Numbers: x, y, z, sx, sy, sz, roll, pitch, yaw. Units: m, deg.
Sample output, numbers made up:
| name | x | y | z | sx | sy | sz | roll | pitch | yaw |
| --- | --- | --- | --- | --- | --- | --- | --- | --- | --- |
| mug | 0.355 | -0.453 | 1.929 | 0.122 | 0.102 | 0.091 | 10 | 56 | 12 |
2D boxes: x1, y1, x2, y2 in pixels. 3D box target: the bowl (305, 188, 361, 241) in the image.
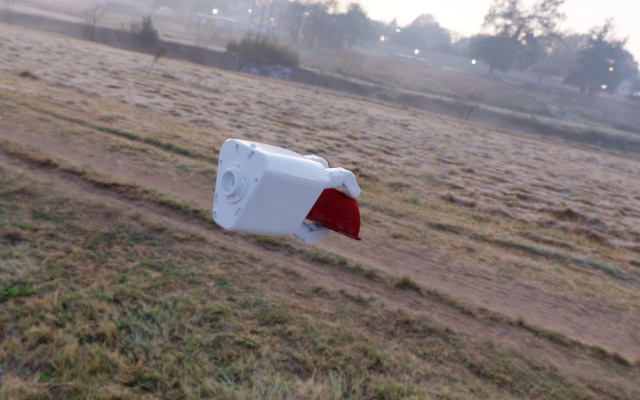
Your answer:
| name | x | y | z | sx | sy | sz | roll | pitch | yaw |
| --- | --- | --- | --- | --- | --- | --- | --- | --- | --- |
| bowl | 0.001 | 0.002 | 0.726 | 0.162 | 0.055 | 0.162 | 26 | 1 | 0 |
